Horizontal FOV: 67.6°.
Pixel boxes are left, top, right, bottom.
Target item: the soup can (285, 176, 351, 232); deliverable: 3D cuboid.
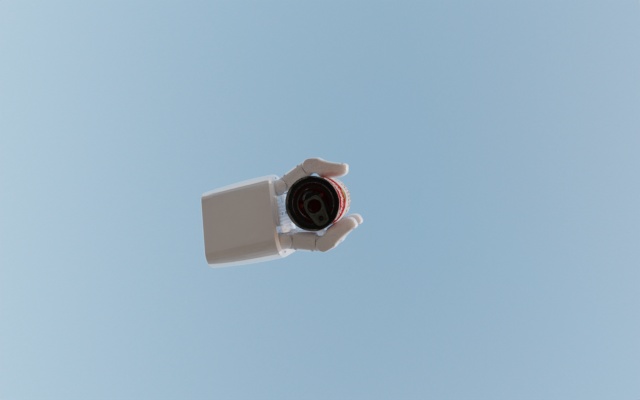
[{"bbox_3d":[0.001,0.002,0.625,0.068,0.068,0.102,0,2,12],"label":"soup can"}]
